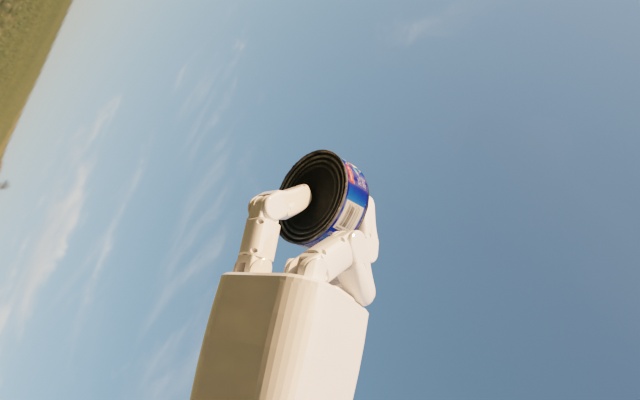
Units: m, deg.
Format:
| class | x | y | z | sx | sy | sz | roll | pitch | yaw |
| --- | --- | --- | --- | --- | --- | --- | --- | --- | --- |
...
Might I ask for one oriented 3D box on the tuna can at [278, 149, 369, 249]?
| class | x | y | z | sx | sy | sz | roll | pitch | yaw |
| --- | --- | --- | --- | --- | --- | --- | --- | --- | --- |
| tuna can | 0.000 | 0.002 | 0.417 | 0.086 | 0.086 | 0.034 | 0 | -20 | 46 |
